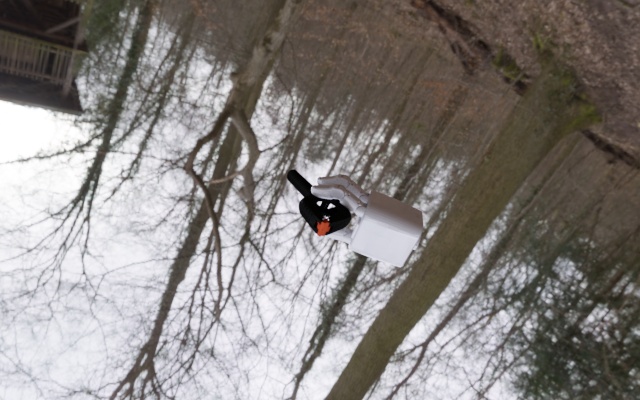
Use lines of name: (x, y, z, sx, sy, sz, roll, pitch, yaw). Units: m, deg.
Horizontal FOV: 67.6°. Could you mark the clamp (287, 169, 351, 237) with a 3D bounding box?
clamp: (0.000, 0.004, 0.866, 0.164, 0.036, 0.210, 19, 23, 2)
